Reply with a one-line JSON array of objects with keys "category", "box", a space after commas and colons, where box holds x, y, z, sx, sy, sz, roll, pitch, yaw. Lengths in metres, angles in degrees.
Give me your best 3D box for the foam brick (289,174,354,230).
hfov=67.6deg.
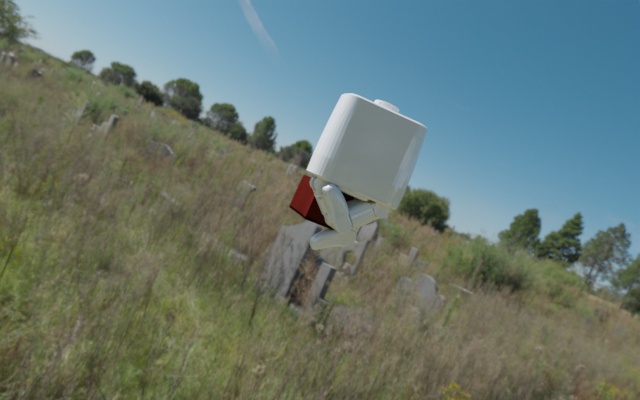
[{"category": "foam brick", "box": [0.000, 0.002, 0.639, 0.053, 0.051, 0.078, 22, 3, -22]}]
